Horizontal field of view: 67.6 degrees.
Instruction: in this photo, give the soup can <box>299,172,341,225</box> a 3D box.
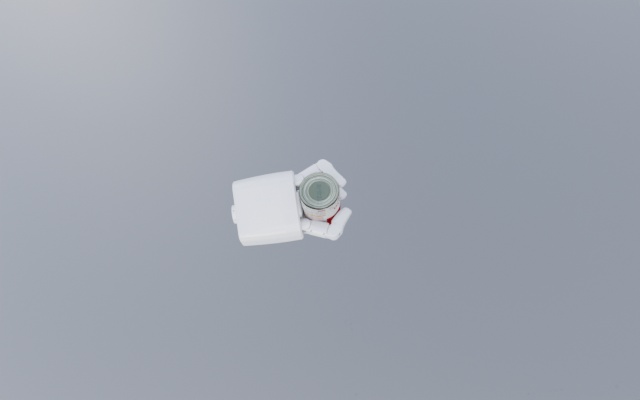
[{"bbox_3d":[0.001,0.003,0.813,0.068,0.068,0.102,0,-23,3],"label":"soup can"}]
